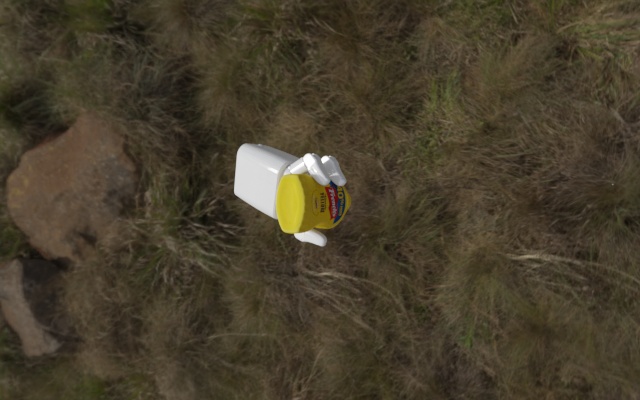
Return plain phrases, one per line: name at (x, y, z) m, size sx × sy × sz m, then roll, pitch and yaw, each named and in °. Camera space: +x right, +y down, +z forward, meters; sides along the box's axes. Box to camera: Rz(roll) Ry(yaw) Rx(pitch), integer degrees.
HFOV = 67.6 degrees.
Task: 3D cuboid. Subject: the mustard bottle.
mustard bottle at (0.000, 0.003, 0.836) m, size 0.058 × 0.096 × 0.191 m, roll -1°, pitch 1°, yaw 32°
